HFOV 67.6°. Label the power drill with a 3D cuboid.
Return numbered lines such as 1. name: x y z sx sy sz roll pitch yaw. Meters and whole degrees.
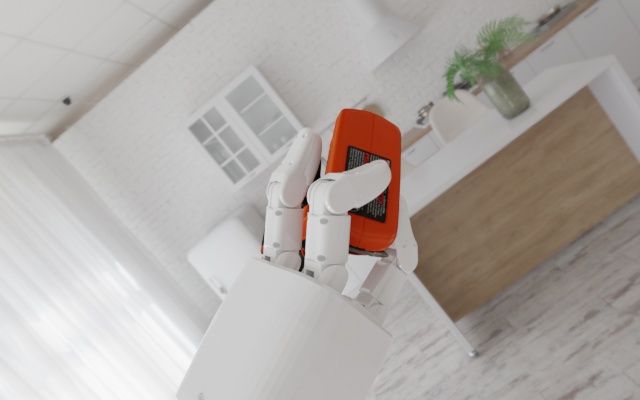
1. power drill: 0.000 0.001 0.413 0.057 0.184 0.188 14 -27 -17
